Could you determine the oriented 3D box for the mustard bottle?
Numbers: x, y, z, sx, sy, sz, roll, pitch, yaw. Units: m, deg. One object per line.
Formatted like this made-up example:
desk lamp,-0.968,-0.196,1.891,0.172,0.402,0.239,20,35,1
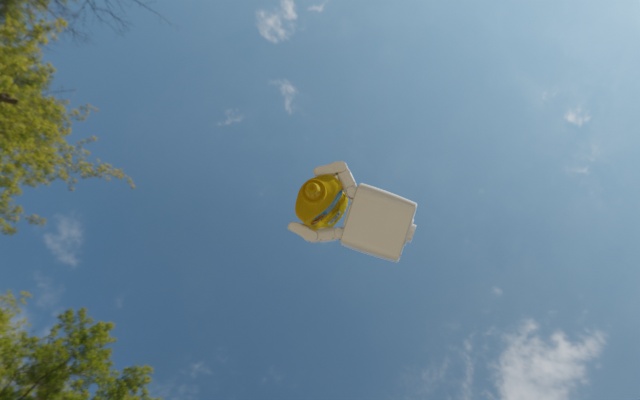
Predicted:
mustard bottle,0.000,0.003,0.843,0.058,0.096,0.192,44,-4,15
